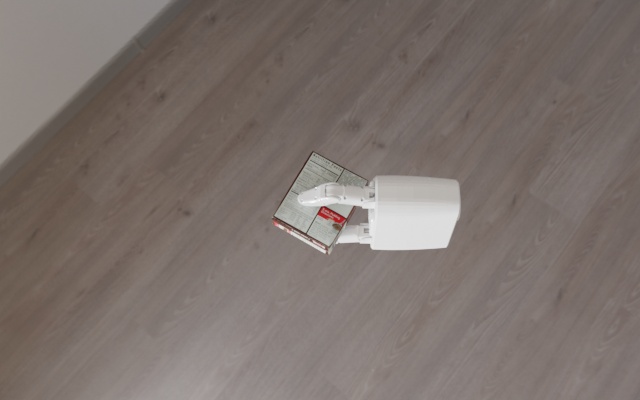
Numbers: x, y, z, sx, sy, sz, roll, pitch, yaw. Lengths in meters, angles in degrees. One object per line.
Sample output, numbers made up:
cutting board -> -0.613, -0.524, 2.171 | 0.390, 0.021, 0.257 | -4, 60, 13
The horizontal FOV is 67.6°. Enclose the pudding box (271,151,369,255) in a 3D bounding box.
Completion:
pudding box -> 0.000, 0.002, 0.643 | 0.090, 0.113, 0.039 | 29, -18, 7
